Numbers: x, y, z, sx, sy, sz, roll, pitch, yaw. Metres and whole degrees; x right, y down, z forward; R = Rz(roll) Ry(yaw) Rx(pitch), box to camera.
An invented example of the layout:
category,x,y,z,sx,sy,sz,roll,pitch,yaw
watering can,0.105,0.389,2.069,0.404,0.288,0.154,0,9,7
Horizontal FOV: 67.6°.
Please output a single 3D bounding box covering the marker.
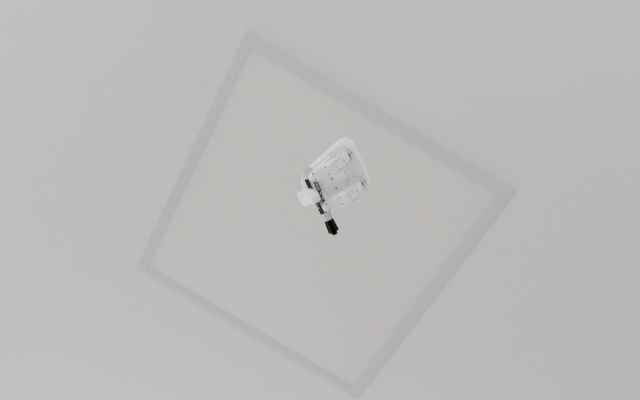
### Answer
category,x,y,z,sx,sy,sz,roll,pitch,yaw
marker,0.000,0.003,0.783,0.020,0.121,0.020,-23,12,5
